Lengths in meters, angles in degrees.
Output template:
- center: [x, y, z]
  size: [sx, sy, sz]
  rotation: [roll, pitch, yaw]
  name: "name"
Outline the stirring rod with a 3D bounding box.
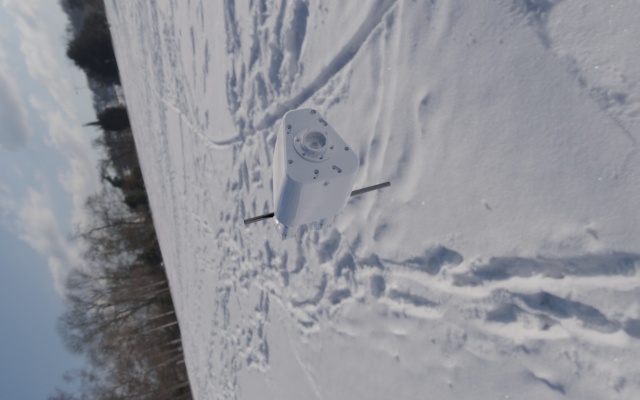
- center: [0.000, 0.002, 0.730]
  size: [0.239, 0.011, 0.011]
  rotation: [-15, 5, -18]
  name: "stirring rod"
